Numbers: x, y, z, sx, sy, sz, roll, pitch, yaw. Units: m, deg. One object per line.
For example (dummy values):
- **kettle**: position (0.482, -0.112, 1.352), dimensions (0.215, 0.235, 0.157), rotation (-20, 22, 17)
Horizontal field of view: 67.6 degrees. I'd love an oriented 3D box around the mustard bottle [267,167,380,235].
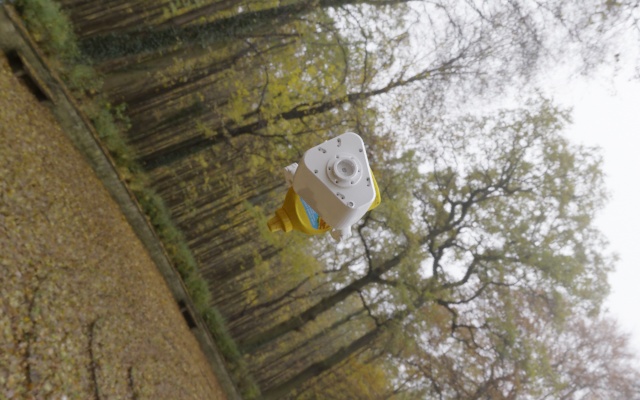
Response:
- **mustard bottle**: position (0.000, 0.003, 0.793), dimensions (0.191, 0.096, 0.058), rotation (-26, 14, -15)
